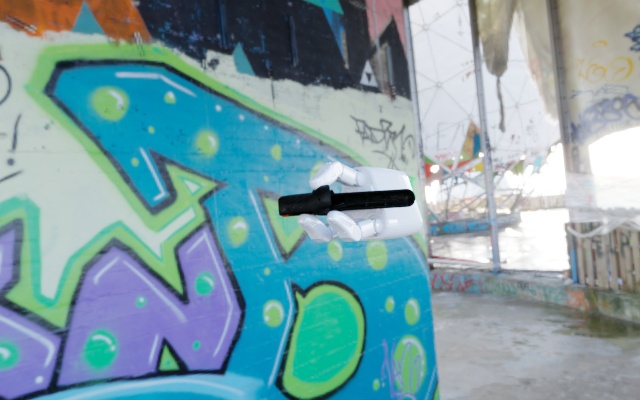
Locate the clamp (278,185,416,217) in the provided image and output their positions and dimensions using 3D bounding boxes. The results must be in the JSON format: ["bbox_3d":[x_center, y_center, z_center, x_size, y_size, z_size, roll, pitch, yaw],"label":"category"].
[{"bbox_3d":[0.000,0.001,0.659,0.210,0.036,0.164,-6,-7,43],"label":"clamp"}]
